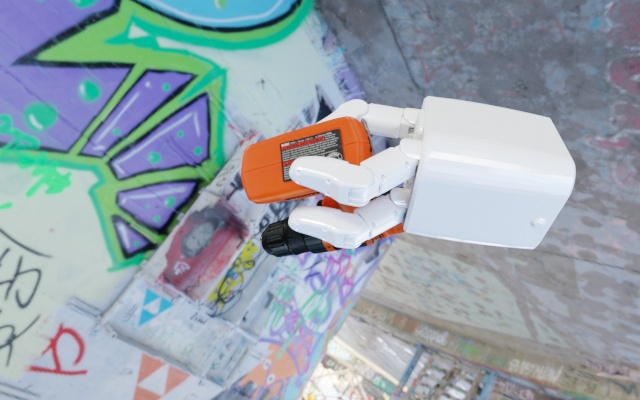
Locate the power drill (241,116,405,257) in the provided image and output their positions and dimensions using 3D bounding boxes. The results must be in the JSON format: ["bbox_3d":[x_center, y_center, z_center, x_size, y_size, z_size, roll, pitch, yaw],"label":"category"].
[{"bbox_3d":[0.000,0.001,0.450,0.184,0.057,0.188,-16,-23,13],"label":"power drill"}]
